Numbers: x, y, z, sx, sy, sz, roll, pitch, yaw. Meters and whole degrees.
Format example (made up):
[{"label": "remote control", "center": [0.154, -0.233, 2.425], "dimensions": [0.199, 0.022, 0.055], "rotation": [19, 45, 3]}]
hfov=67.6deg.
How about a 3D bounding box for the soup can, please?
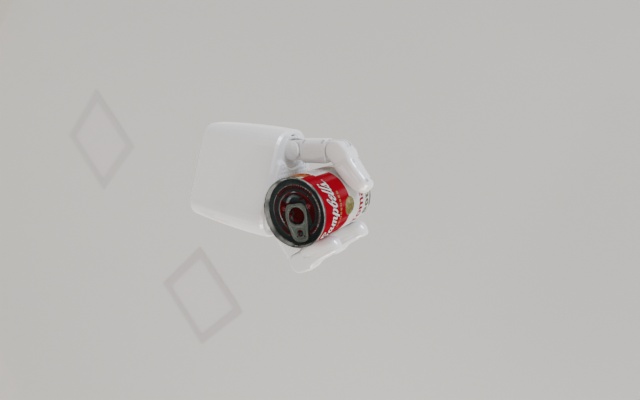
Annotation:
[{"label": "soup can", "center": [0.001, 0.002, 0.484], "dimensions": [0.068, 0.068, 0.102], "rotation": [0, 12, 31]}]
